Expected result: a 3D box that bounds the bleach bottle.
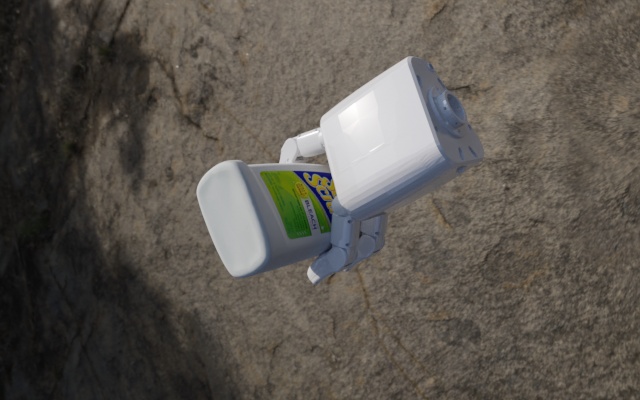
[{"bbox_3d":[0.000,0.002,0.498,0.068,0.102,0.251,-29,-10,37],"label":"bleach bottle"}]
